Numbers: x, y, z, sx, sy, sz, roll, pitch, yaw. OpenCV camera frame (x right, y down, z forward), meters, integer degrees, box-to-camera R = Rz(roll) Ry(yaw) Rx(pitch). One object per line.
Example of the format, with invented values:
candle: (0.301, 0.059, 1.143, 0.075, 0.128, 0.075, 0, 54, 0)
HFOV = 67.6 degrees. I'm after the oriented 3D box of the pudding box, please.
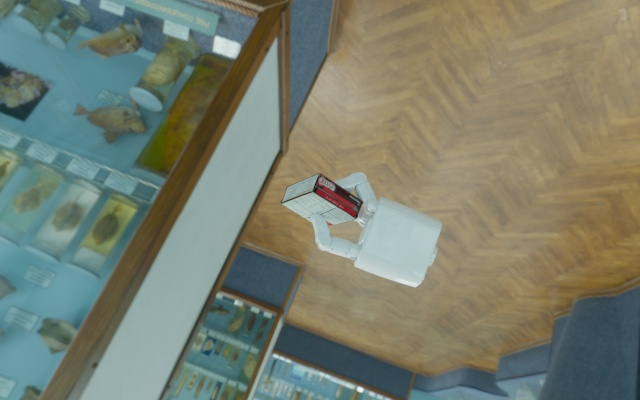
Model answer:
pudding box: (0.000, 0.003, 0.770, 0.090, 0.039, 0.113, 33, -27, -22)
